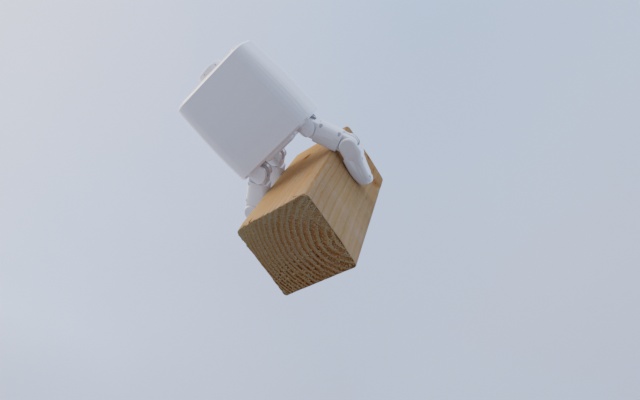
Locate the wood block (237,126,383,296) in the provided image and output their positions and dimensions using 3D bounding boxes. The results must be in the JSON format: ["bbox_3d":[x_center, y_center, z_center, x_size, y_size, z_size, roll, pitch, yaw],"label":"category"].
[{"bbox_3d":[0.000,0.001,0.548,0.091,0.090,0.206,-27,16,26],"label":"wood block"}]
